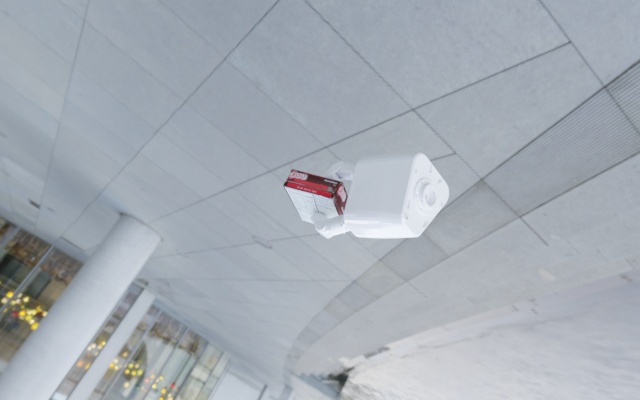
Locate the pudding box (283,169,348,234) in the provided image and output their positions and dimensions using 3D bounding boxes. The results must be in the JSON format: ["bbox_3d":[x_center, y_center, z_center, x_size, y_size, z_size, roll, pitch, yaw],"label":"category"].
[{"bbox_3d":[0.000,0.003,0.765,0.090,0.039,0.114,17,-28,25],"label":"pudding box"}]
